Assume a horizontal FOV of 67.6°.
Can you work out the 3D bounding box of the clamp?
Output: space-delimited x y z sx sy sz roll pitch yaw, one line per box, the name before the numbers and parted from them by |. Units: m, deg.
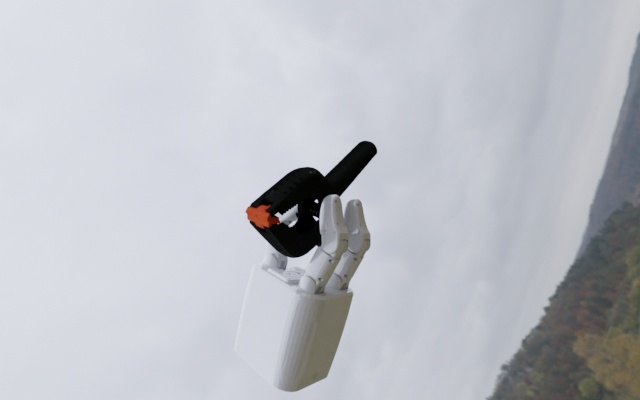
clamp | -0.001 0.002 0.517 0.036 0.164 0.210 16 3 30
